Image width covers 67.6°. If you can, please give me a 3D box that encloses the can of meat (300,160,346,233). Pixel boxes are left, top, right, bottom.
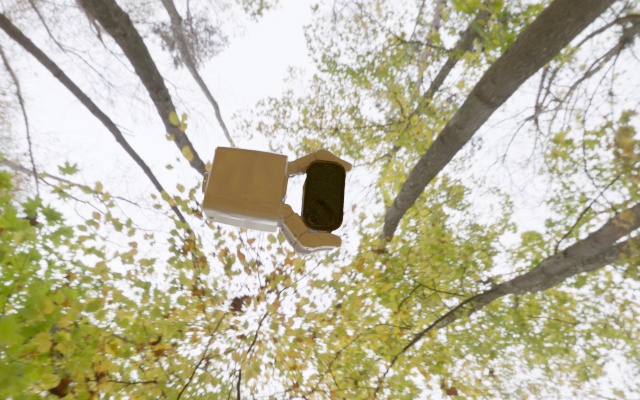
[{"bbox_3d":[0.000,0.002,0.702,0.057,0.102,0.084,6,-15,-7],"label":"can of meat"}]
